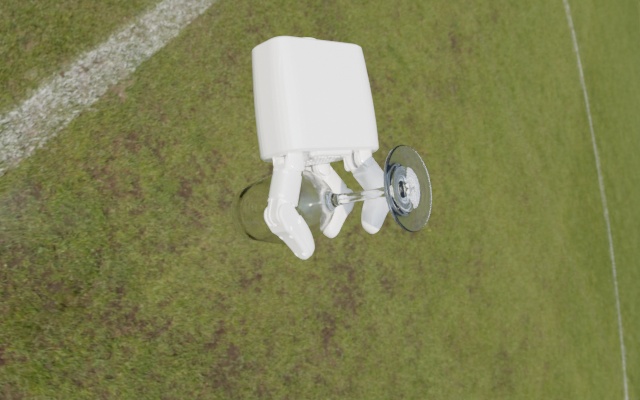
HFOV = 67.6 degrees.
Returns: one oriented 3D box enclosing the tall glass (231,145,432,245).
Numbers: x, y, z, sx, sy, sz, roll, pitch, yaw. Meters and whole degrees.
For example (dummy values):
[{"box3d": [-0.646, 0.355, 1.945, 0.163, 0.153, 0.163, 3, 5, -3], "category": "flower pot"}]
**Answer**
[{"box3d": [0.001, 0.002, 0.463, 0.201, 0.079, 0.079, -10, -6, 40], "category": "tall glass"}]
